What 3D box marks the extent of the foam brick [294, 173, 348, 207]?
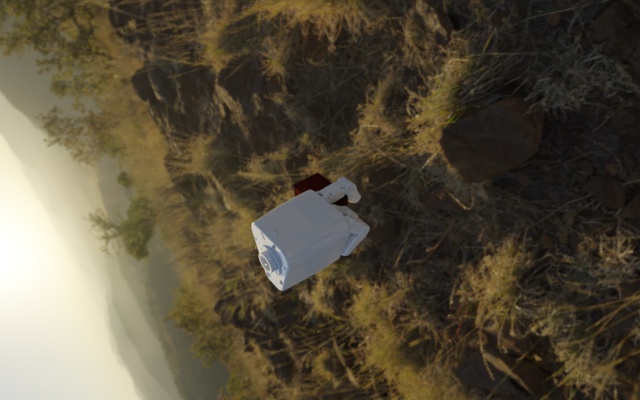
[{"bbox_3d":[0.000,0.002,0.761,0.051,0.053,0.078,-29,49,-26],"label":"foam brick"}]
